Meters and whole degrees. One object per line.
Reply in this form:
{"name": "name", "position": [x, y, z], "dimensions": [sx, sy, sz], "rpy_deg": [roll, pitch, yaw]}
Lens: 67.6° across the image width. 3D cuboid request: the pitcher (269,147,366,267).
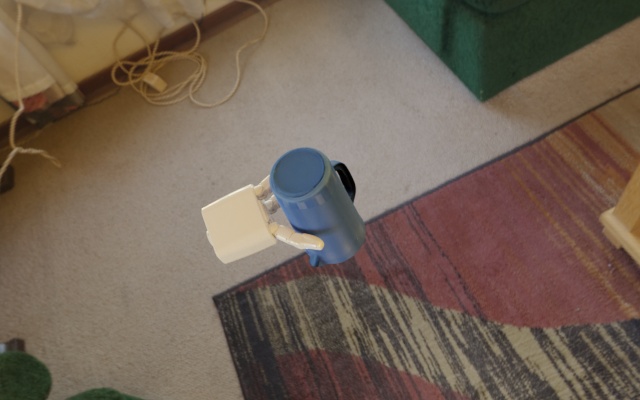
{"name": "pitcher", "position": [0.000, 0.003, 0.879], "dimensions": [0.145, 0.149, 0.243], "rpy_deg": [-22, -34, 4]}
